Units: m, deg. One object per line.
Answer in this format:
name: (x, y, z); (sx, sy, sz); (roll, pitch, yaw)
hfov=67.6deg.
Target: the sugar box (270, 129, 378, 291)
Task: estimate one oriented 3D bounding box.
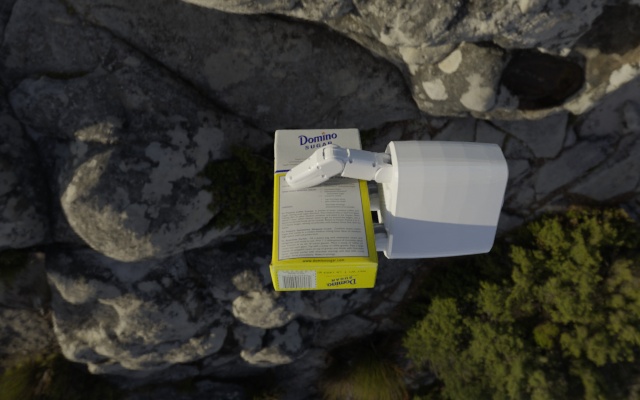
sugar box: (0.000, 0.002, 0.472); (0.093, 0.176, 0.048); (-1, -43, -1)
